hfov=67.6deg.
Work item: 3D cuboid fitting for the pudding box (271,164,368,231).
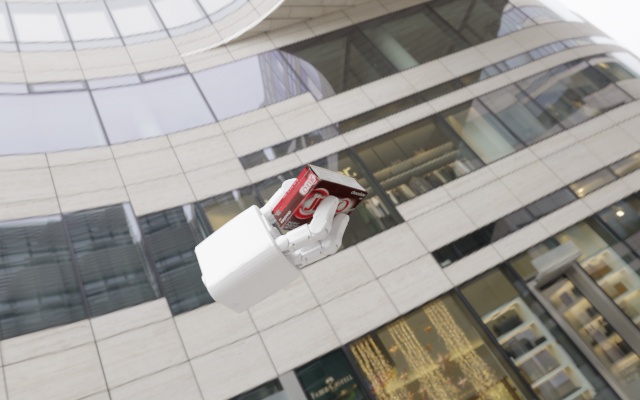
[{"bbox_3d":[0.000,0.002,0.663,0.113,0.090,0.039,10,37,-51],"label":"pudding box"}]
